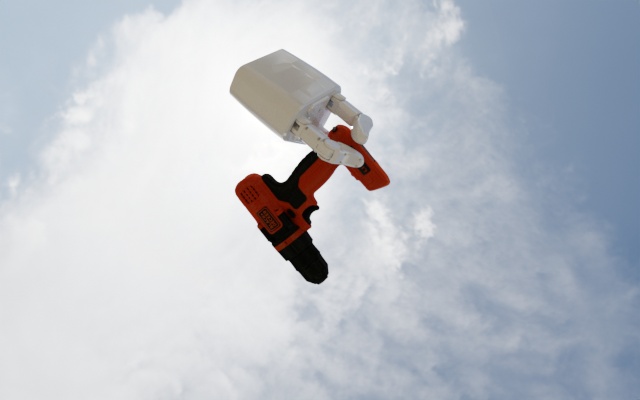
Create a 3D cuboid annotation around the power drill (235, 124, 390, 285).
[{"bbox_3d":[0.000,0.002,0.656,0.188,0.184,0.057,-38,5,11],"label":"power drill"}]
